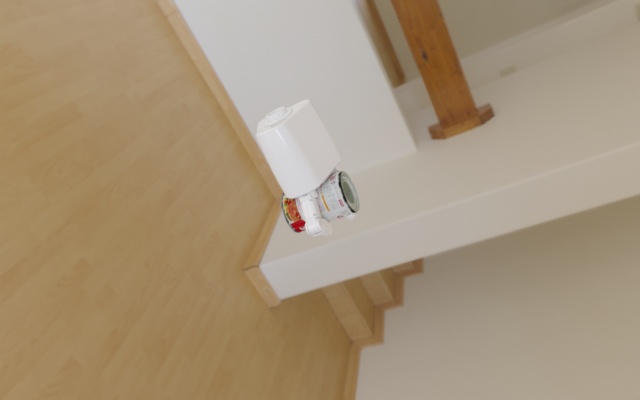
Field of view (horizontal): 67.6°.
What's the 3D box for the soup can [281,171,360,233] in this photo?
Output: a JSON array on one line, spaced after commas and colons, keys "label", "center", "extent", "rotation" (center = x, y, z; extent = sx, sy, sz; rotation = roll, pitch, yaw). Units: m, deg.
[{"label": "soup can", "center": [0.001, 0.003, 0.730], "extent": [0.102, 0.068, 0.068], "rotation": [-20, -7, 21]}]
